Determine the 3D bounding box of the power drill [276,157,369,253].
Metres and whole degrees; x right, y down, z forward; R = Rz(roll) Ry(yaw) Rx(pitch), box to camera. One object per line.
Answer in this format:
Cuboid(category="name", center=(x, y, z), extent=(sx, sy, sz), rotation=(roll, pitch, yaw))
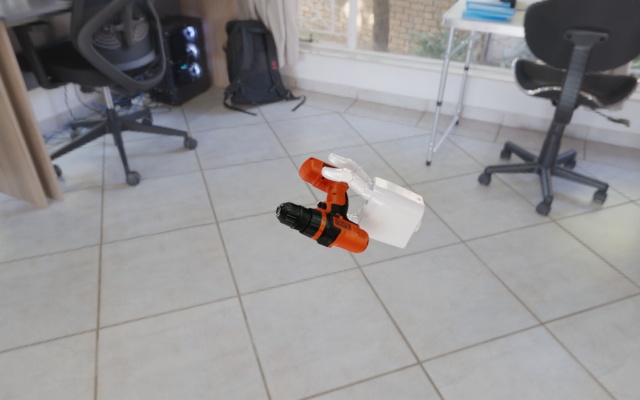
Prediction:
Cuboid(category="power drill", center=(0.000, 0.003, 0.894), extent=(0.184, 0.187, 0.057), rotation=(24, -52, -24))
